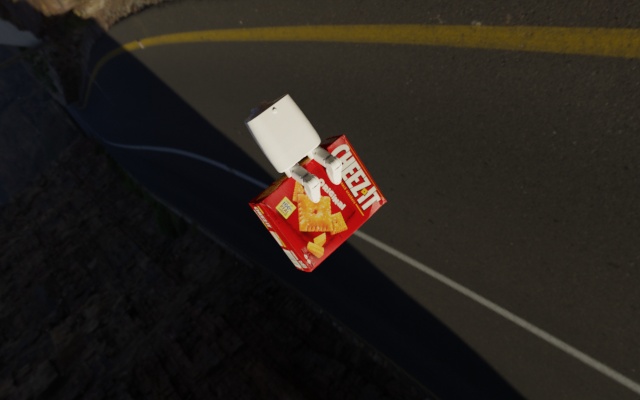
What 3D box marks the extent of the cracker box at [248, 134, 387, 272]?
[{"bbox_3d":[0.000,0.003,0.898,0.213,0.164,0.072,-41,18,-20],"label":"cracker box"}]
